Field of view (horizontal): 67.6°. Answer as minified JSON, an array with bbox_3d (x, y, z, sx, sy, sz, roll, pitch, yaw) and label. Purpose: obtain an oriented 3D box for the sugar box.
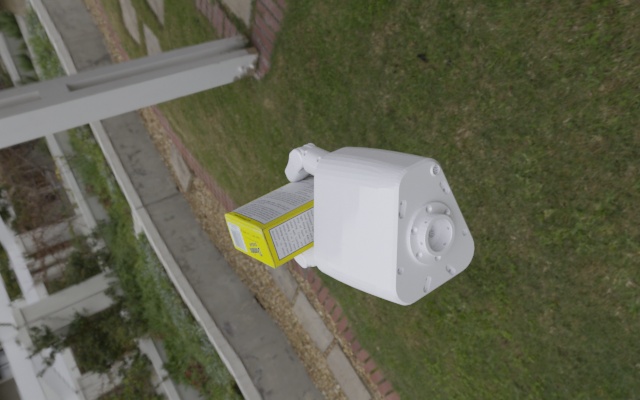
[{"bbox_3d":[0.000,0.002,0.487,0.176,0.048,0.093,-25,20,-27],"label":"sugar box"}]
